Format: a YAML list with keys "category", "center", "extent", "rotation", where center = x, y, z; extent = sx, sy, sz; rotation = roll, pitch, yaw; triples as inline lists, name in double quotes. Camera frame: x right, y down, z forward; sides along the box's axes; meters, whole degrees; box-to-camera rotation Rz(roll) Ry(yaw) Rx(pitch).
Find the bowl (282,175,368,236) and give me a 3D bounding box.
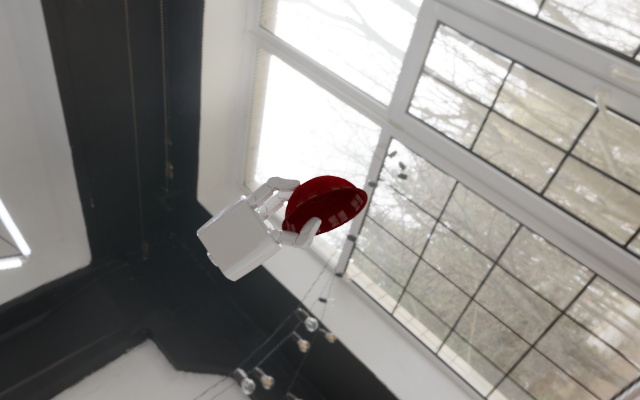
- category: "bowl"
  center: [0.001, 0.002, 0.848]
  extent: [0.162, 0.055, 0.162]
  rotation: [-18, -27, -9]
